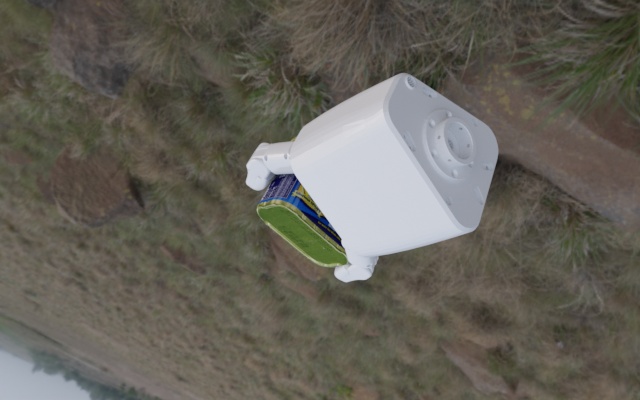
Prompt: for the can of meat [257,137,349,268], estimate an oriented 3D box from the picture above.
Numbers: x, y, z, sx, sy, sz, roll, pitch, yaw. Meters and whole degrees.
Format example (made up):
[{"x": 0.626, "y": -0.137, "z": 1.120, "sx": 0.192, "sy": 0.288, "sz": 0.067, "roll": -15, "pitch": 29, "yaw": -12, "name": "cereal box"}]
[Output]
[{"x": 0.000, "y": 0.002, "z": 0.444, "sx": 0.102, "sy": 0.084, "sz": 0.057, "roll": 42, "pitch": -33, "yaw": -25, "name": "can of meat"}]
